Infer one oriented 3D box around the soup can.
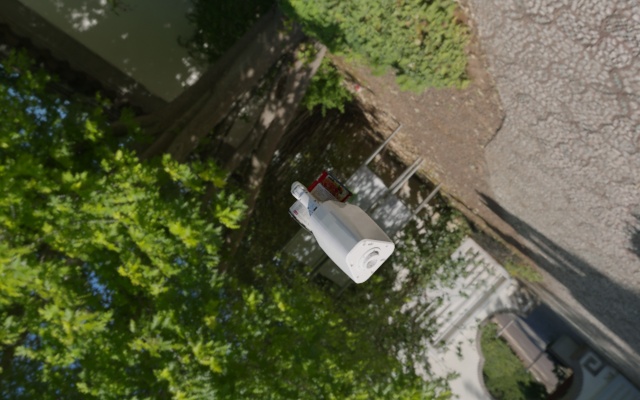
[{"bbox_3d":[0.000,0.003,0.859,0.068,0.102,0.068,42,4,-3],"label":"soup can"}]
